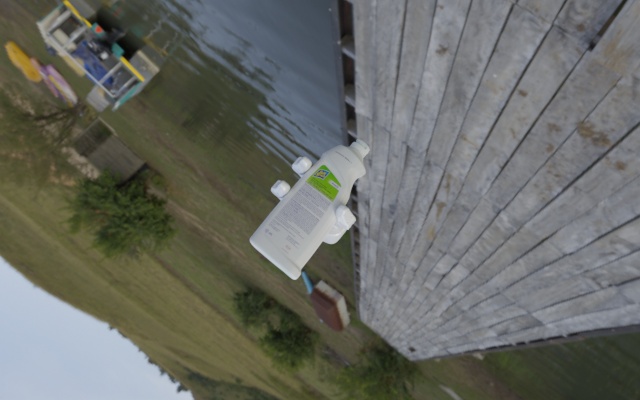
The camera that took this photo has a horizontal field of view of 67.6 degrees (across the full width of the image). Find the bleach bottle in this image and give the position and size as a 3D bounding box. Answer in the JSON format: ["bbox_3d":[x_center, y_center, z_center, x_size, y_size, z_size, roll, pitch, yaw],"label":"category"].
[{"bbox_3d":[0.000,0.003,0.791,0.102,0.251,0.068,39,-13,9],"label":"bleach bottle"}]
